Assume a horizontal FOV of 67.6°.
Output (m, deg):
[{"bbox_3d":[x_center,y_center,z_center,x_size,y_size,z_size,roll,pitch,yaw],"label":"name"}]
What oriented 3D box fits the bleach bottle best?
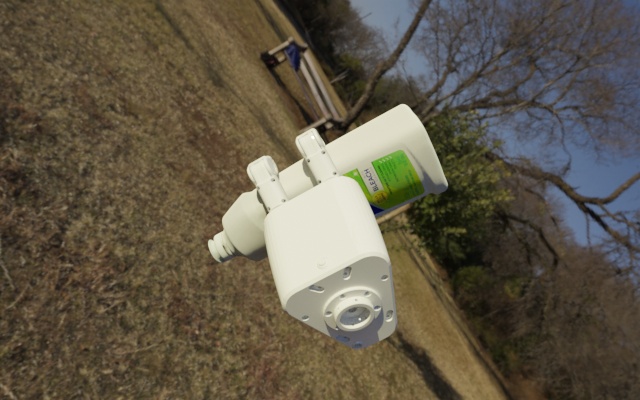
[{"bbox_3d":[0.000,0.002,0.506,0.251,0.103,0.068,-29,37,7],"label":"bleach bottle"}]
